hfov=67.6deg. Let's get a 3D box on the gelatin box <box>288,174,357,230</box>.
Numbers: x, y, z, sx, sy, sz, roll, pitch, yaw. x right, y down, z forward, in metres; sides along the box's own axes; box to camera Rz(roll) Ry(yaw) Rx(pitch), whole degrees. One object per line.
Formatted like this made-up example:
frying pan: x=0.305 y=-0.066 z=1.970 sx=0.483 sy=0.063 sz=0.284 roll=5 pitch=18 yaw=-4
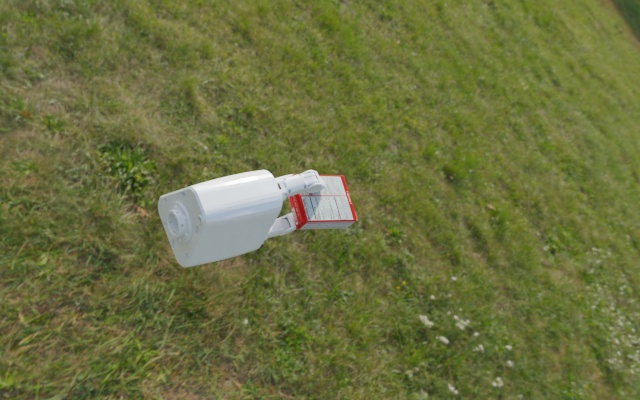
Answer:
gelatin box: x=0.001 y=0.002 z=0.662 sx=0.089 sy=0.073 sz=0.030 roll=0 pitch=-27 yaw=-34
